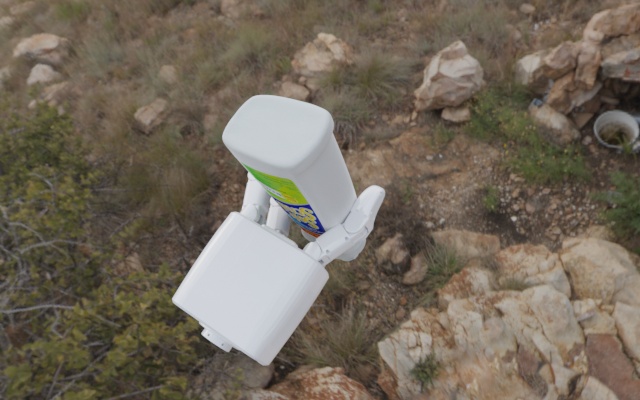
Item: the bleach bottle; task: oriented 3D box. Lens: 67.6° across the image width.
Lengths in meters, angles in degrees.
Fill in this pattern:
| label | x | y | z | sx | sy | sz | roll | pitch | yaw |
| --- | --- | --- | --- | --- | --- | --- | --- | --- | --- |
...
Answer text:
| label | x | y | z | sx | sy | sz | roll | pitch | yaw |
| --- | --- | --- | --- | --- | --- | --- | --- | --- | --- |
| bleach bottle | 0.000 | 0.002 | 0.499 | 0.102 | 0.068 | 0.251 | 22 | -21 | 33 |
